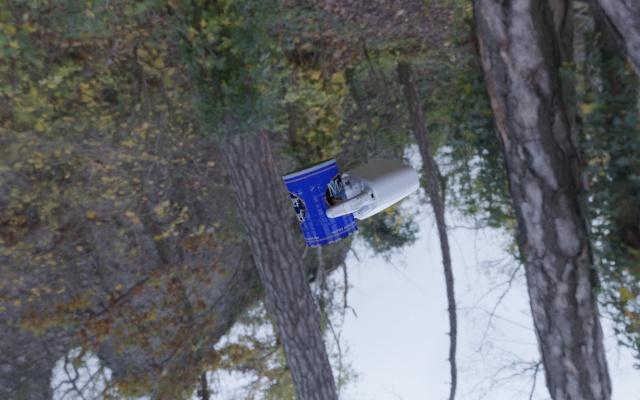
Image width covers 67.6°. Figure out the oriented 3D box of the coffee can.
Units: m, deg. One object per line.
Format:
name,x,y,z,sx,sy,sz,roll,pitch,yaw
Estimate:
coffee can,0.000,0.003,0.887,0.103,0.140,0.103,-19,7,2
